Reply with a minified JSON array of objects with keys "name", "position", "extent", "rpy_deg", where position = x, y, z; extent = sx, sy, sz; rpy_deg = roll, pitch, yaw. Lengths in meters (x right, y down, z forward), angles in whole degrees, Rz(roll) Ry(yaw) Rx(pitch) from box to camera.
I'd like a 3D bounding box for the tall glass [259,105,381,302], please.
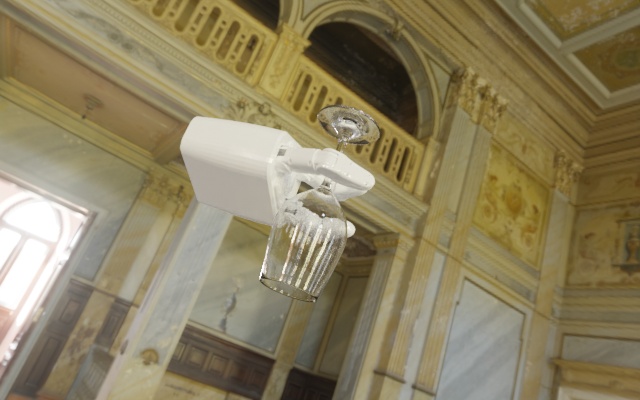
[{"name":"tall glass","position":[0.000,0.001,0.504],"extent":[0.079,0.201,0.079],"rpy_deg":[17,-22,7]}]
